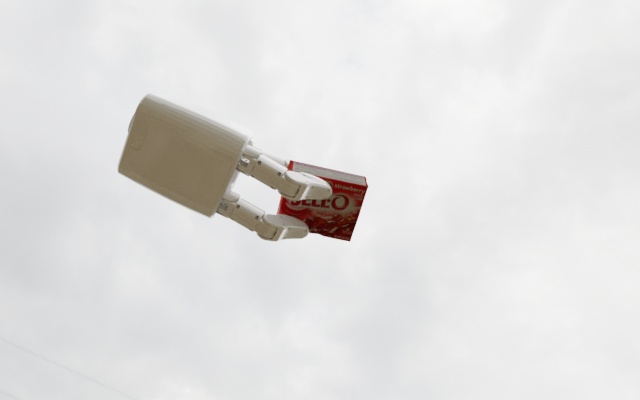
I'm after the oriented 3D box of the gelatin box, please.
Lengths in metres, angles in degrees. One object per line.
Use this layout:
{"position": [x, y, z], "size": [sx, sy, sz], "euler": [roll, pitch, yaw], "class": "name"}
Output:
{"position": [0.000, 0.002, 0.528], "size": [0.089, 0.073, 0.030], "euler": [12, 28, -7], "class": "gelatin box"}
